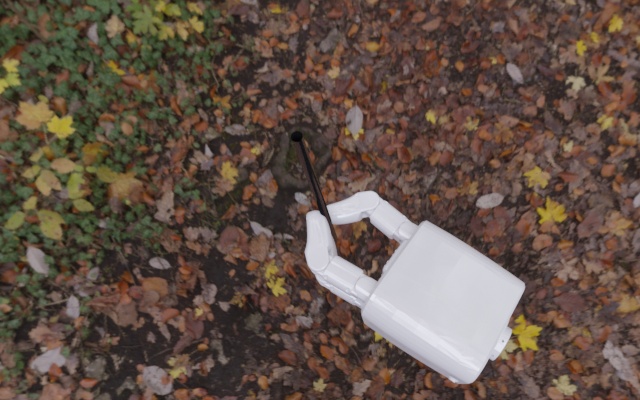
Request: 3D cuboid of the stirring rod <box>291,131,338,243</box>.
[{"bbox_3d":[0.000,0.001,0.420,0.011,0.011,0.240,0,-21,8],"label":"stirring rod"}]
